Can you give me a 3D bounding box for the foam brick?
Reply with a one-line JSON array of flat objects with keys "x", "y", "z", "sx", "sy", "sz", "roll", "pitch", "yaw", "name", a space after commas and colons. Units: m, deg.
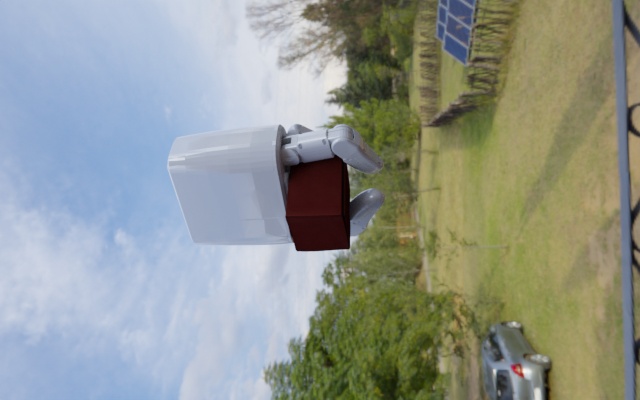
[{"x": 0.000, "y": 0.002, "z": 0.438, "sx": 0.051, "sy": 0.078, "sz": 0.053, "roll": -4, "pitch": -41, "yaw": 7, "name": "foam brick"}]
